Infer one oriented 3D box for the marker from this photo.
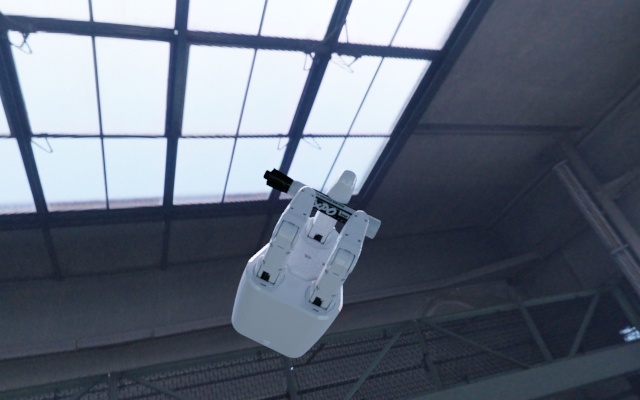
[{"bbox_3d":[0.000,0.001,0.459,0.121,0.020,0.020,27,0,0],"label":"marker"}]
